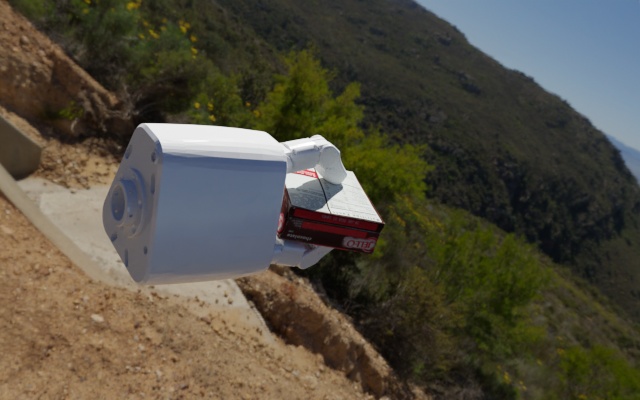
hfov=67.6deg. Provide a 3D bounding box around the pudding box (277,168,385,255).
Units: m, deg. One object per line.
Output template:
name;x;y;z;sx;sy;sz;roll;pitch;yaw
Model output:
pudding box;0.000;0.001;0.453;0.090;0.039;0.113;12;26;-19
